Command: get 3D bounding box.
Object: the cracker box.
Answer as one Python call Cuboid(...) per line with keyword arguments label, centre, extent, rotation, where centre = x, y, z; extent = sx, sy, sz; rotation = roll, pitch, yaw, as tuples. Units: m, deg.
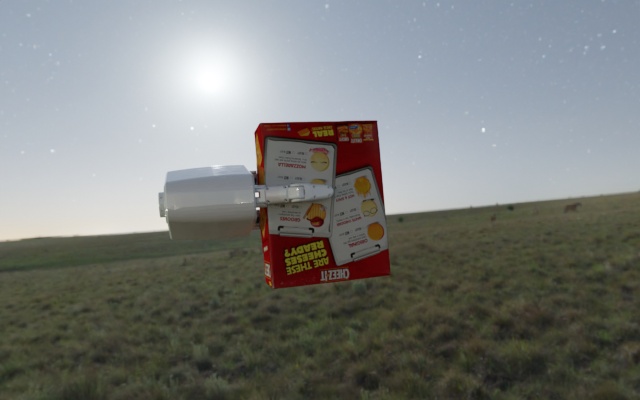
Cuboid(label="cracker box", centre=(0.000, 0.002, 0.653), extent=(0.164, 0.213, 0.072), rotation=(-4, -2, -15))
